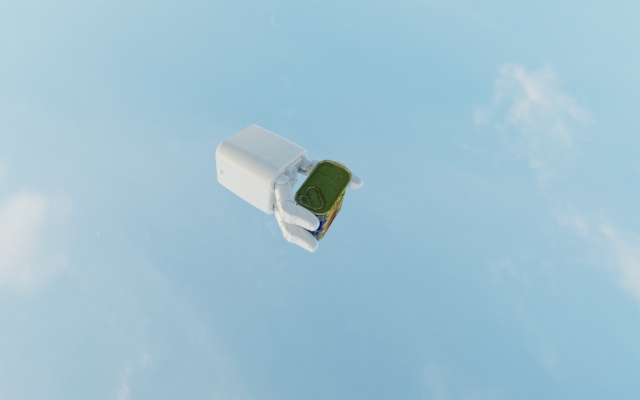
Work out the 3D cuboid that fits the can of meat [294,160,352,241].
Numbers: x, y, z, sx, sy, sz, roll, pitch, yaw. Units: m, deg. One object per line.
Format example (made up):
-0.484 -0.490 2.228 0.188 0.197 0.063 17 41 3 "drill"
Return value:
0.000 0.003 0.736 0.057 0.102 0.084 27 -35 11 "can of meat"
